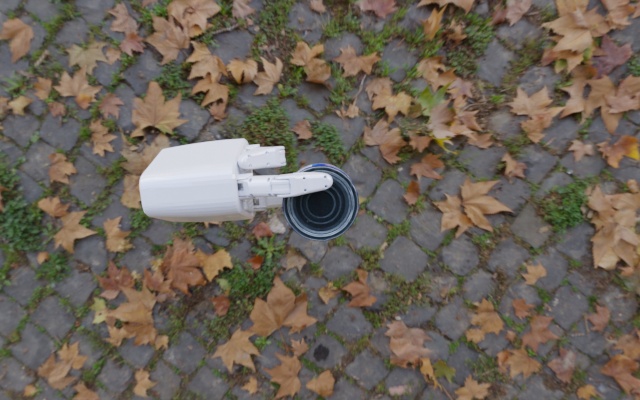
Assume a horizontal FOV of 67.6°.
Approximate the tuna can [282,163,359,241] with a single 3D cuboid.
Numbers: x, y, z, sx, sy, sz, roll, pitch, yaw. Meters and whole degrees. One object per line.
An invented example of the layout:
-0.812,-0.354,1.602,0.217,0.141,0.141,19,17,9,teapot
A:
0.000,0.002,0.535,0.086,0.086,0.033,0,7,-1,tuna can
